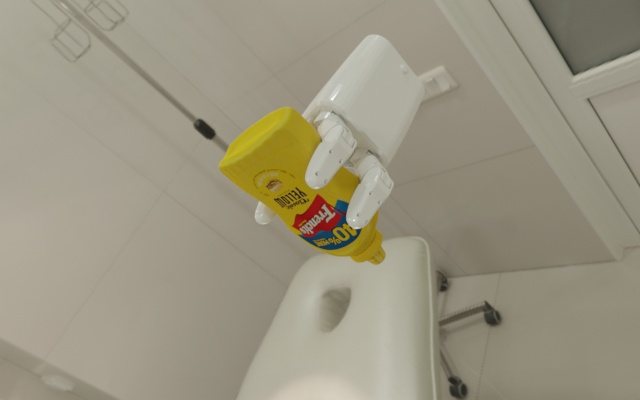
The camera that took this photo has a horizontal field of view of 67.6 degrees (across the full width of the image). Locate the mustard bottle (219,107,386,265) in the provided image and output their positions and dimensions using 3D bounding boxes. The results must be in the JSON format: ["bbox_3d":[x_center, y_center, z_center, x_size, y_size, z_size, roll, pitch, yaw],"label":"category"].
[{"bbox_3d":[0.000,0.002,0.467,0.096,0.058,0.192,-26,-58,36],"label":"mustard bottle"}]
